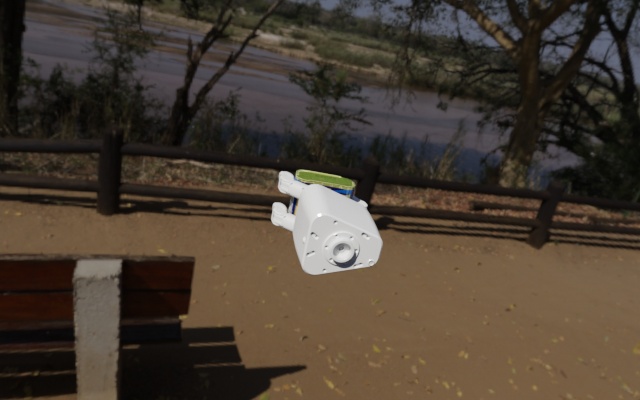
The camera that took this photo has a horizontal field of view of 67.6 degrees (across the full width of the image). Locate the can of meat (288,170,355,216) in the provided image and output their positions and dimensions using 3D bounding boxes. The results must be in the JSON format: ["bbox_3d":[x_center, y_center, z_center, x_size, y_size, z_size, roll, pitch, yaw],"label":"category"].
[{"bbox_3d":[0.000,0.002,0.771,0.102,0.084,0.057,9,20,-8],"label":"can of meat"}]
